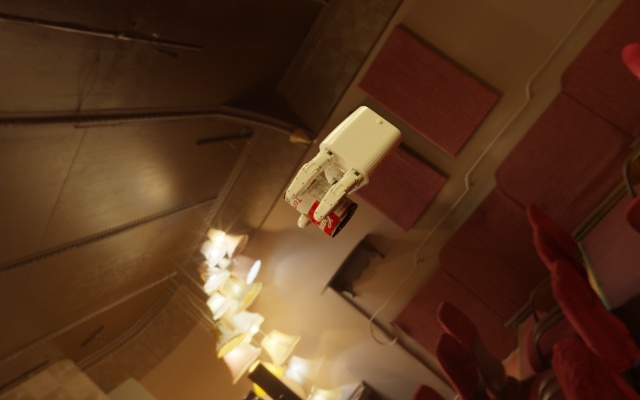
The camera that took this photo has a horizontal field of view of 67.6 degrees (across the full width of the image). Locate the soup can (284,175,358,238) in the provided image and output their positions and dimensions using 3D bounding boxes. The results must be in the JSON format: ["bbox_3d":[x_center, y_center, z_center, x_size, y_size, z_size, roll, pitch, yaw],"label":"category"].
[{"bbox_3d":[0.000,0.003,0.767,0.102,0.068,0.068,38,8,11],"label":"soup can"}]
